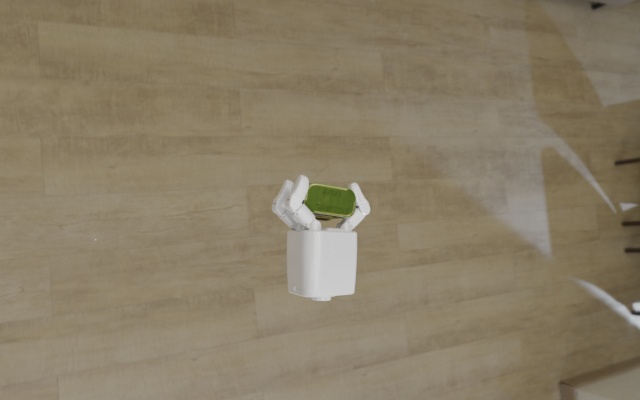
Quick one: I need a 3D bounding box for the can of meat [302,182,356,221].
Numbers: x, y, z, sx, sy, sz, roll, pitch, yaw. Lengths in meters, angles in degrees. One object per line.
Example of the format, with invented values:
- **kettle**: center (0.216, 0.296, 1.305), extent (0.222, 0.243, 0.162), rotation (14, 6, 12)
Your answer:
- **can of meat**: center (0.000, 0.003, 0.823), extent (0.102, 0.057, 0.084), rotation (8, -7, -24)
